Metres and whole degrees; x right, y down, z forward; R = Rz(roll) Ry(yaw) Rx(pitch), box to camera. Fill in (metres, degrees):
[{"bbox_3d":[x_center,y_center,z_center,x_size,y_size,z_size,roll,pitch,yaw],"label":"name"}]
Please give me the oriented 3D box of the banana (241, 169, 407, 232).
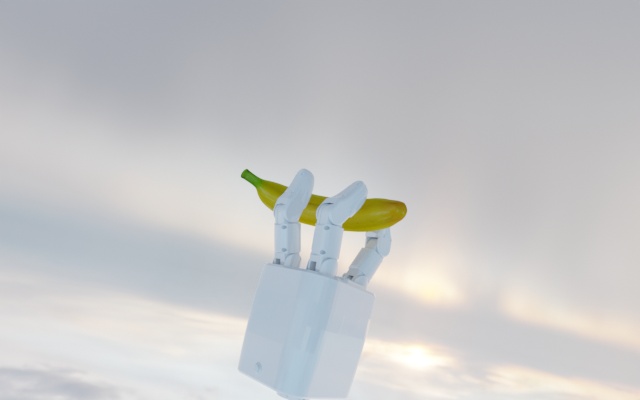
[{"bbox_3d":[0.004,0.008,0.519,0.198,0.037,0.070,11,-17,27],"label":"banana"}]
